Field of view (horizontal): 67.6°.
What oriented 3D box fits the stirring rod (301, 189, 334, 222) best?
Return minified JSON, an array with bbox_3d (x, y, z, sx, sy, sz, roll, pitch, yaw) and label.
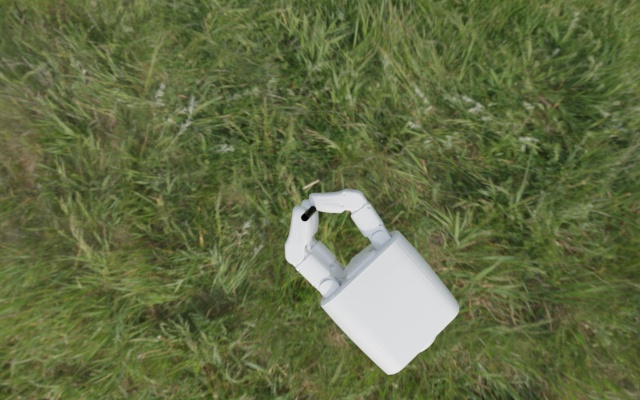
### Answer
[{"bbox_3d":[0.000,0.002,0.577,0.011,0.011,0.239,0,7,7],"label":"stirring rod"}]
